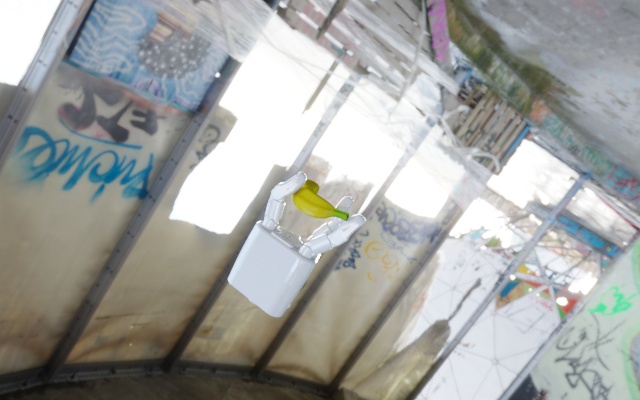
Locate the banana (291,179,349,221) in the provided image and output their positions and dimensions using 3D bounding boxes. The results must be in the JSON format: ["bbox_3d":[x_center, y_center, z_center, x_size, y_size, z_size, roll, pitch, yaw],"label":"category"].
[{"bbox_3d":[-0.015,-0.004,0.767,0.069,0.037,0.197,24,10,-19],"label":"banana"}]
